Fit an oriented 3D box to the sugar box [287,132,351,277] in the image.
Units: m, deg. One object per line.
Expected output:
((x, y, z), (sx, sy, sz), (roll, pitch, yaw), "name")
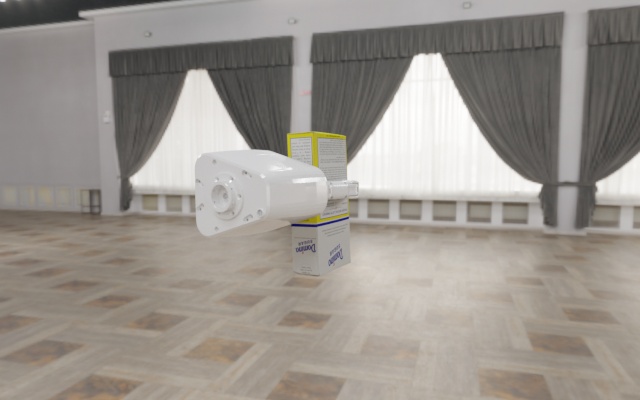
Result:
((0.000, 0.002, 0.620), (0.048, 0.176, 0.093), (3, 5, 30), "sugar box")
